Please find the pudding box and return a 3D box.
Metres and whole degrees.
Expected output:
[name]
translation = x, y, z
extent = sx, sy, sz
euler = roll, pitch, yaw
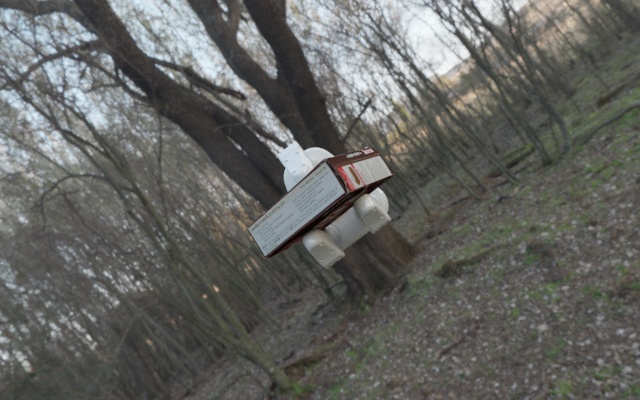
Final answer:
[pudding box]
translation = 0.000, 0.001, 0.433
extent = 0.113, 0.039, 0.090
euler = -42, -10, 32
